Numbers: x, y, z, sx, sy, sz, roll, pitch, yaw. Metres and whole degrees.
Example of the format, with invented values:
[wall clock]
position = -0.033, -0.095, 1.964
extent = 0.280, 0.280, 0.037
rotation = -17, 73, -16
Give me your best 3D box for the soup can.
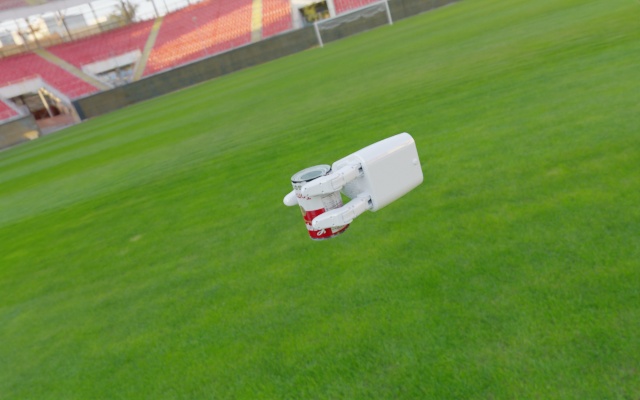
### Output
[soup can]
position = 0.000, 0.002, 0.756
extent = 0.068, 0.102, 0.068
rotation = -16, 19, 6
